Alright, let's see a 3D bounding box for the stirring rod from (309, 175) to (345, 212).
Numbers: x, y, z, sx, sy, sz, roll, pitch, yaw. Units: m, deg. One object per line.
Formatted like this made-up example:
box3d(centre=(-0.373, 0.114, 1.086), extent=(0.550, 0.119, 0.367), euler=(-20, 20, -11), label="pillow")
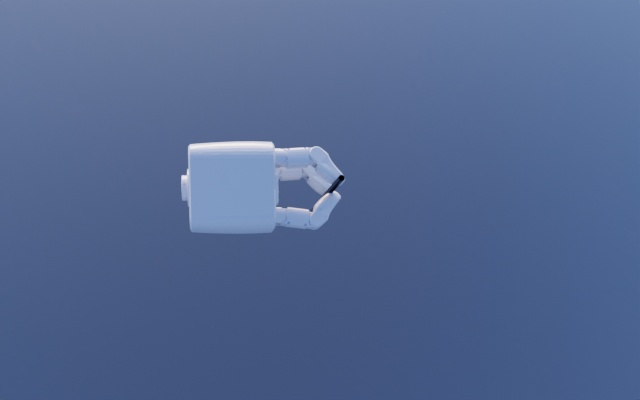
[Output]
box3d(centre=(0.000, 0.002, 0.697), extent=(0.011, 0.011, 0.239), euler=(0, -14, -13), label="stirring rod")
